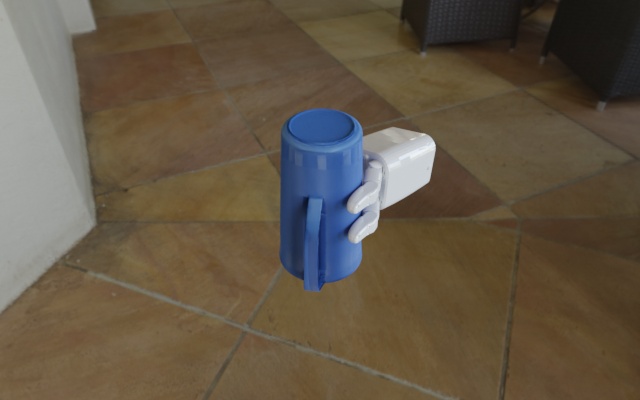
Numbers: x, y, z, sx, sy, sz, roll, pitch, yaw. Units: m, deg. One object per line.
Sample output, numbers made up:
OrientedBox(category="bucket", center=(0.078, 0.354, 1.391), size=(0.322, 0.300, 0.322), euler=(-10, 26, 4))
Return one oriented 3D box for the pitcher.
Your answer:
OrientedBox(category="pitcher", center=(0.000, 0.002, 0.690), size=(0.145, 0.243, 0.149), euler=(-25, 46, -27))
